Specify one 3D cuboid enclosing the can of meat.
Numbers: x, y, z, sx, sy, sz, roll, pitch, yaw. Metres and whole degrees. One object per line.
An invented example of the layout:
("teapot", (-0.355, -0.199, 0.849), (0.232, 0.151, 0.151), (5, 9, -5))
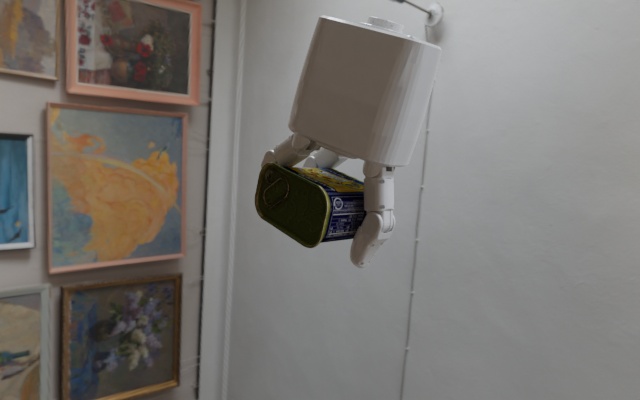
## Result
("can of meat", (0.000, 0.002, 0.465), (0.084, 0.057, 0.102), (-2, 22, -43))
